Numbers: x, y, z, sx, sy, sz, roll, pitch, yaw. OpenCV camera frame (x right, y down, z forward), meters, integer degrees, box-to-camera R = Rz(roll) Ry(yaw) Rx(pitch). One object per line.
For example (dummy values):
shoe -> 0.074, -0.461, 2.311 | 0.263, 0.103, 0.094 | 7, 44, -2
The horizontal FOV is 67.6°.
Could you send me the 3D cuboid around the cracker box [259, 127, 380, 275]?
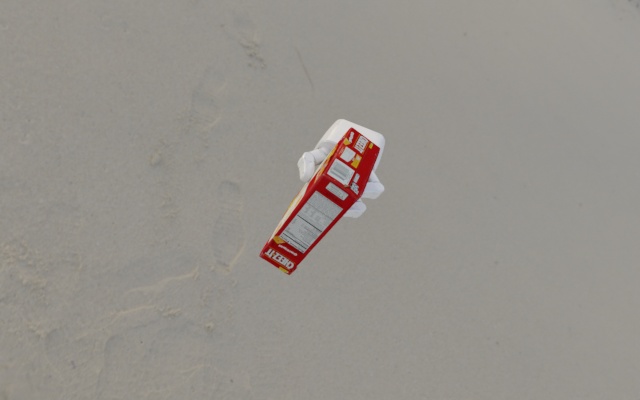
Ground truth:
cracker box -> 0.000, 0.002, 0.794 | 0.072, 0.214, 0.164 | 35, 38, -5
